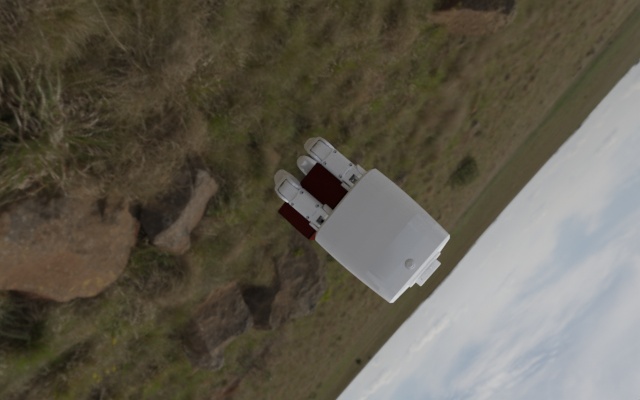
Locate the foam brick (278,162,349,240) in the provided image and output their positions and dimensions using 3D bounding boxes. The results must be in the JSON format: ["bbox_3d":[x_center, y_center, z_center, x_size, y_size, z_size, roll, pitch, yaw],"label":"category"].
[{"bbox_3d":[0.000,0.002,0.549,0.051,0.078,0.053,42,8,16],"label":"foam brick"}]
